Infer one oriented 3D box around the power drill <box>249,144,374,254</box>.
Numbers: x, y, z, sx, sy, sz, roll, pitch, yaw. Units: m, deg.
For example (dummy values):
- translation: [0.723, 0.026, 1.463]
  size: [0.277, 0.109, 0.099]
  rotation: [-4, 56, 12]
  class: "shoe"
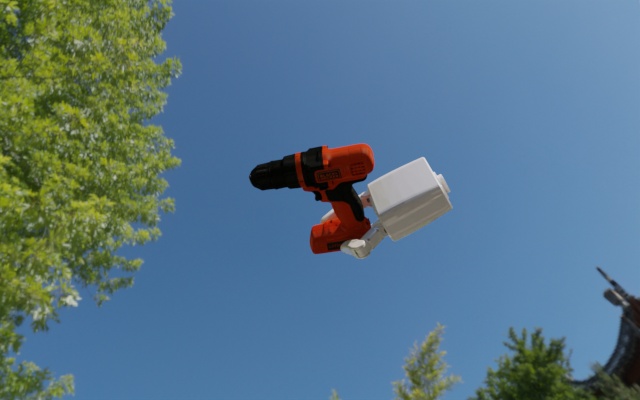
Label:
- translation: [0.000, 0.003, 0.740]
  size: [0.184, 0.188, 0.057]
  rotation: [-9, 44, 8]
  class: "power drill"
